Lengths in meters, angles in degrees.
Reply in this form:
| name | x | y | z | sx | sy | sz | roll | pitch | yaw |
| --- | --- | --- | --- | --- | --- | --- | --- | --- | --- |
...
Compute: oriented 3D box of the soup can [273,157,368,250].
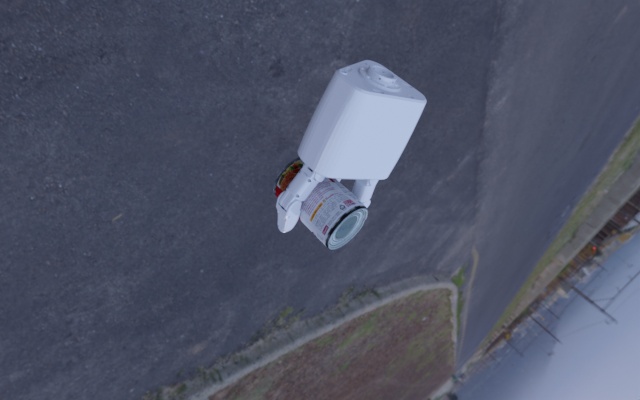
| name | x | y | z | sx | sy | sz | roll | pitch | yaw |
| --- | --- | --- | --- | --- | --- | --- | --- | --- | --- |
| soup can | 0.000 | 0.002 | 0.582 | 0.102 | 0.068 | 0.068 | 44 | 22 | 25 |
